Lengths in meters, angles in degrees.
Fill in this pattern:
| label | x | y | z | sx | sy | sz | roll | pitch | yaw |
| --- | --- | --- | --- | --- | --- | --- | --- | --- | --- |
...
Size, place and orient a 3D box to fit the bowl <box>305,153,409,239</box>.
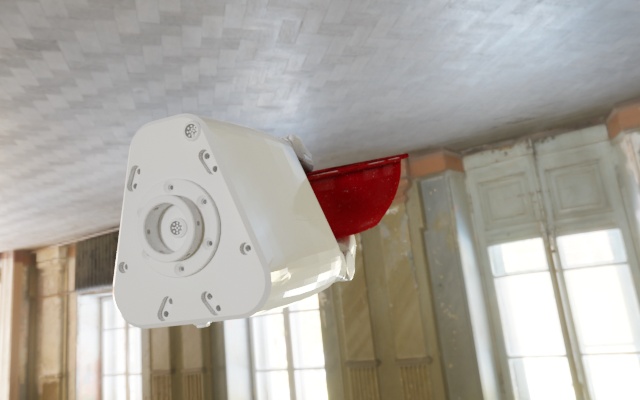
| label | x | y | z | sx | sy | sz | roll | pitch | yaw |
| --- | --- | --- | --- | --- | --- | --- | --- | --- | --- |
| bowl | 0.001 | 0.002 | 0.412 | 0.162 | 0.055 | 0.162 | -12 | 5 | 1 |
